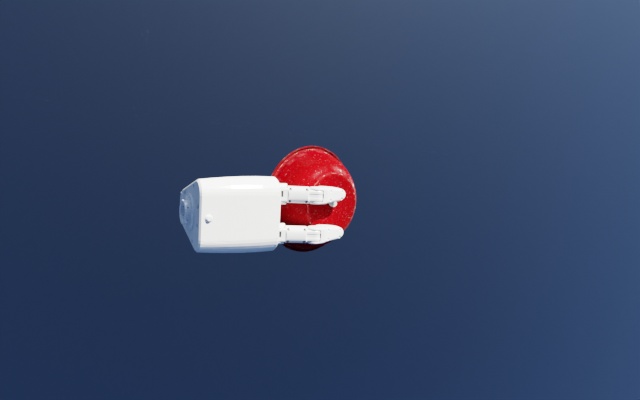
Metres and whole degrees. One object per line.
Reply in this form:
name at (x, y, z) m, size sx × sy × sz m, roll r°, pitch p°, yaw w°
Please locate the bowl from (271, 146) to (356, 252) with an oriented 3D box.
bowl at (0.001, 0.002, 0.703) m, size 0.162 × 0.162 × 0.055 m, roll 0°, pitch 8°, yaw -40°
